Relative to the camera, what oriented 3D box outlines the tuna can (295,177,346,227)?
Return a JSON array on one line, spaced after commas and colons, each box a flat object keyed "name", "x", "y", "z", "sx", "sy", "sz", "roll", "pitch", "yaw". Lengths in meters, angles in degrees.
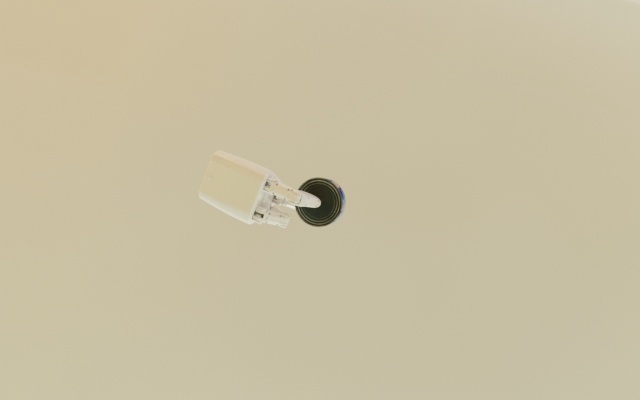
[{"name": "tuna can", "x": 0.000, "y": 0.003, "z": 0.836, "sx": 0.086, "sy": 0.086, "sz": 0.034, "roll": 0, "pitch": 1, "yaw": 16}]
